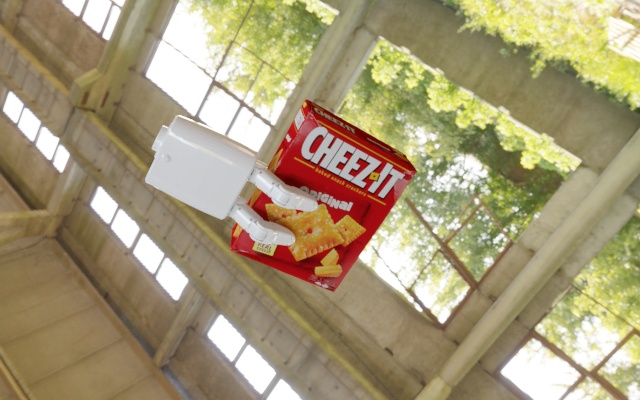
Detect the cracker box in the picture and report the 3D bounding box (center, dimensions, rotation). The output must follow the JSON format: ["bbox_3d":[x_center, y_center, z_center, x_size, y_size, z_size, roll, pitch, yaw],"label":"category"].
[{"bbox_3d":[0.000,0.002,0.639,0.164,0.214,0.072,26,19,-18],"label":"cracker box"}]
